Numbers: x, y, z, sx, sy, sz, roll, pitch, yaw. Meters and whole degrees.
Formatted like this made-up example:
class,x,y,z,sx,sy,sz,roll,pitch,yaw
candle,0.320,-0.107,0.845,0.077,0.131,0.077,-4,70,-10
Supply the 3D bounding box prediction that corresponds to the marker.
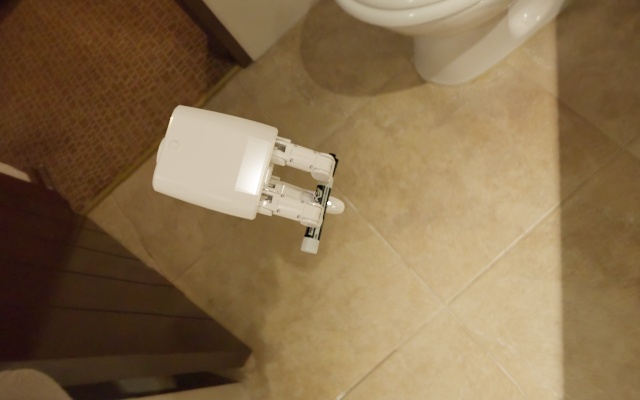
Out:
class,x,y,z,sx,sy,sz,roll,pitch,yaw
marker,0.000,0.002,0.563,0.020,0.121,0.020,13,-11,3
